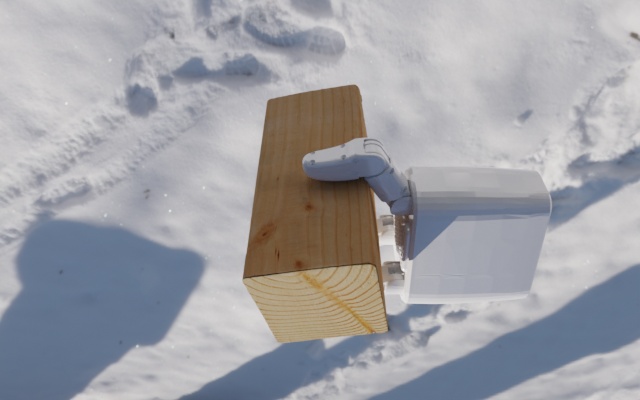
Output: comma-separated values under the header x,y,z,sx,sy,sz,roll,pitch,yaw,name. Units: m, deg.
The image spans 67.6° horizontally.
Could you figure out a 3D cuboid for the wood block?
x,y,z,sx,sy,sz,roll,pitch,yaw,name
0.000,0.001,0.406,0.090,0.206,0.091,-8,-45,8,wood block
